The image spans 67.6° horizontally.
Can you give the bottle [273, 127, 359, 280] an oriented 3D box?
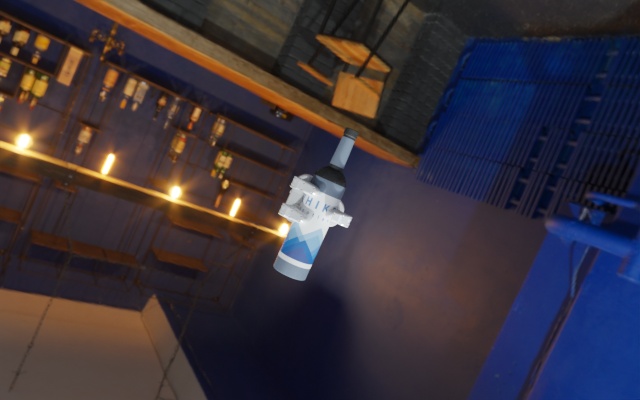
[{"bbox_3d":[0.000,0.003,0.899,0.069,0.296,0.069,24,3,-1],"label":"bottle"}]
